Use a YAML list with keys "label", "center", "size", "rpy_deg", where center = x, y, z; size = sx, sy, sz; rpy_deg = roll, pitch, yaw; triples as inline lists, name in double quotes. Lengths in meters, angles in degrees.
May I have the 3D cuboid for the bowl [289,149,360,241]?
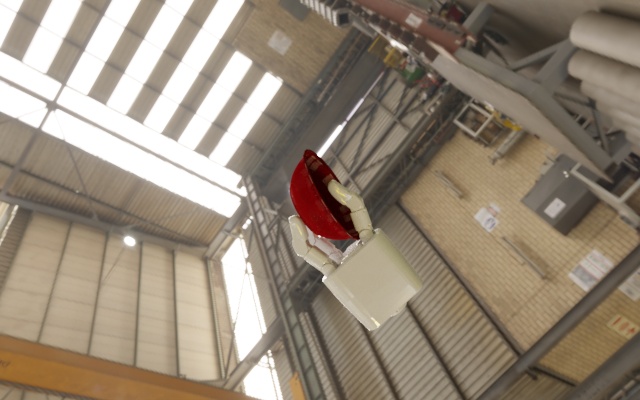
- label: "bowl"
  center: [-0.001, 0.001, 0.741]
  size: [0.055, 0.162, 0.162]
  rpy_deg: [-31, -9, 15]
